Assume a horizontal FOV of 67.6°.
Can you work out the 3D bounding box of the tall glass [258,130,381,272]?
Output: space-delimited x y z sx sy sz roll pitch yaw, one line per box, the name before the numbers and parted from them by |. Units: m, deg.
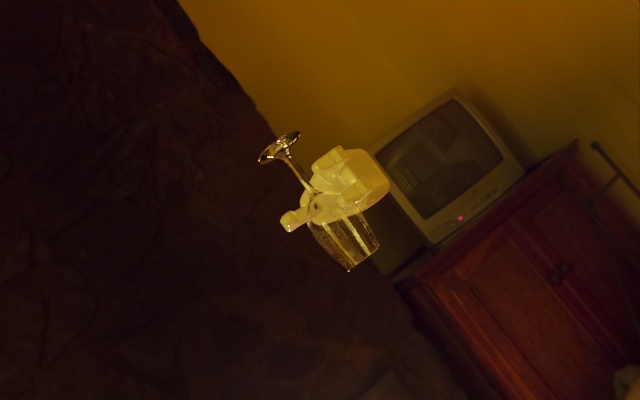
tall glass | 0.000 0.002 0.672 0.079 0.201 0.079 -36 -7 -5
